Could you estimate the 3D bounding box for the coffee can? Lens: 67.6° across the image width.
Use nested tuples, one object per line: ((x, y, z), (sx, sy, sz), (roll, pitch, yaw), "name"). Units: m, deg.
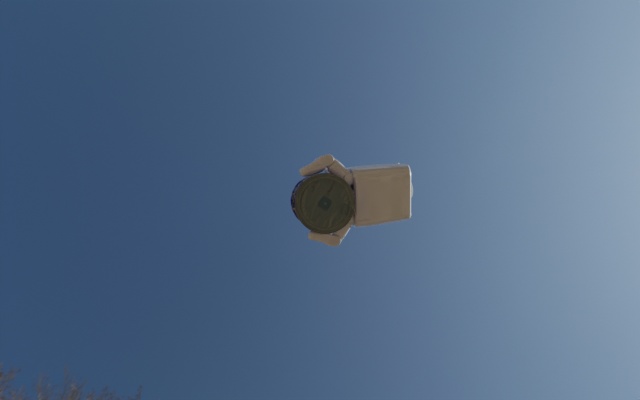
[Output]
((0.000, 0.003, 0.867), (0.103, 0.103, 0.140), (0, 2, -7), "coffee can")
